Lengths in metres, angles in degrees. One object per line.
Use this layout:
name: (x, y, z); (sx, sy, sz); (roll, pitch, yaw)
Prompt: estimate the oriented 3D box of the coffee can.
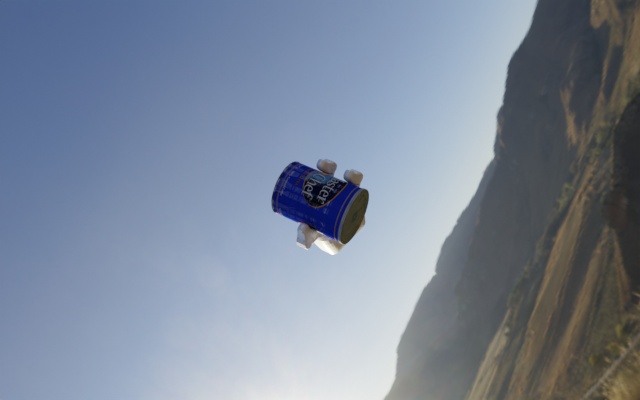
coffee can: (0.000, 0.003, 0.838); (0.140, 0.103, 0.103); (23, 9, 20)
